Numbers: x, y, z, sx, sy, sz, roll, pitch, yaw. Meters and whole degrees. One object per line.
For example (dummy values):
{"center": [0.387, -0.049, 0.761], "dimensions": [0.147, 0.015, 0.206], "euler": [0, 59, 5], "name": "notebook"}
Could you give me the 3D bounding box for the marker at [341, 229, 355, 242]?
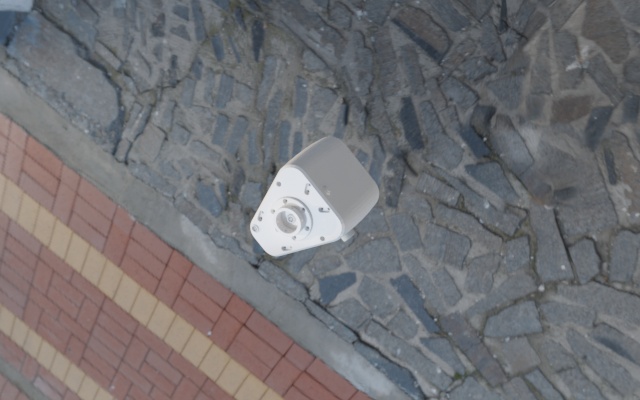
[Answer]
{"center": [0.000, 0.002, 0.628], "dimensions": [0.020, 0.121, 0.020], "euler": [-39, 1, 1], "name": "marker"}
